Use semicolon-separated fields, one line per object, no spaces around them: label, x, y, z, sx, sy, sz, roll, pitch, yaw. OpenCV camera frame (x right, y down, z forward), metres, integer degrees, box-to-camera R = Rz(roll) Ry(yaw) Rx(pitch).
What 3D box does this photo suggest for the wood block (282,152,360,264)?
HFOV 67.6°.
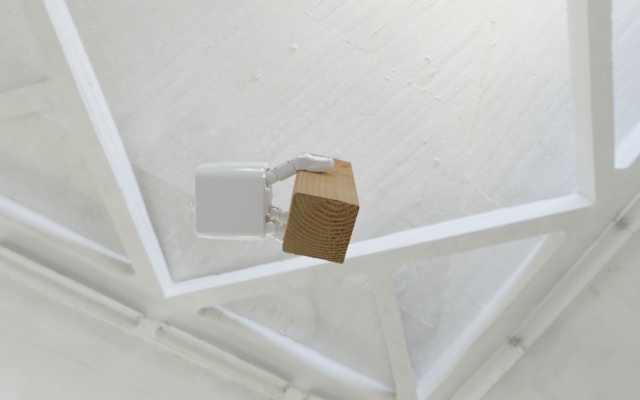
wood block;0.000;0.002;0.728;0.090;0.091;0.206;12;20;-4
